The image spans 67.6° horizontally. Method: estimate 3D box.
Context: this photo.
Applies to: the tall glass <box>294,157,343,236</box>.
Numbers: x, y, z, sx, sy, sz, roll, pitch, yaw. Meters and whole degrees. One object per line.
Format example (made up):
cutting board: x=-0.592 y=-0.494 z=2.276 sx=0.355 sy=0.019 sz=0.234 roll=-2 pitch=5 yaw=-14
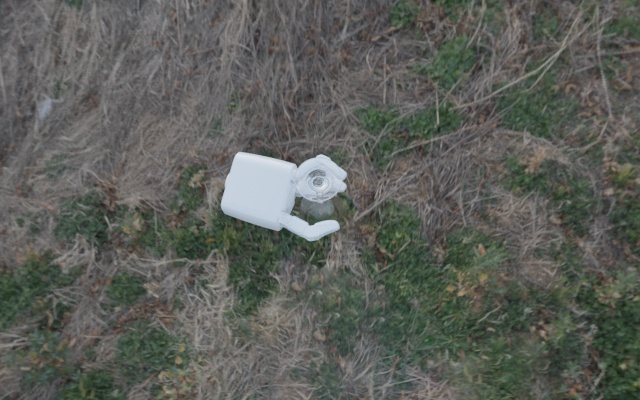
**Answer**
tall glass: x=0.000 y=0.003 z=0.825 sx=0.079 sy=0.079 sz=0.201 roll=0 pitch=-21 yaw=3
